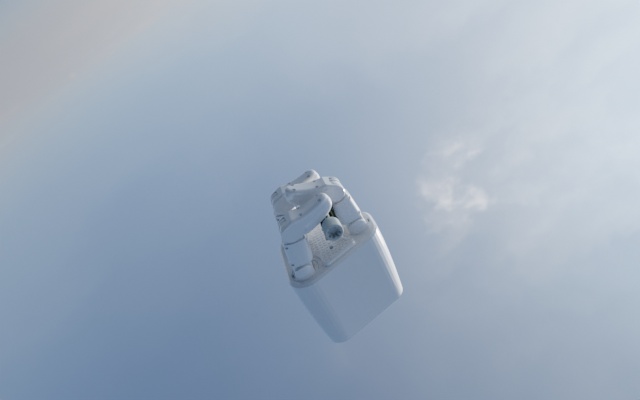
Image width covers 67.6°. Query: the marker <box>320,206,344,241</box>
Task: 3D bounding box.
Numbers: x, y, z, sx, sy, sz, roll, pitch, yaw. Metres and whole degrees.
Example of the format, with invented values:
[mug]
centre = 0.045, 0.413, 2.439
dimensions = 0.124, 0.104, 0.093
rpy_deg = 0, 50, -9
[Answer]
[marker]
centre = 0.000, 0.002, 0.505
dimensions = 0.020, 0.020, 0.121
rpy_deg = 0, 29, -15
